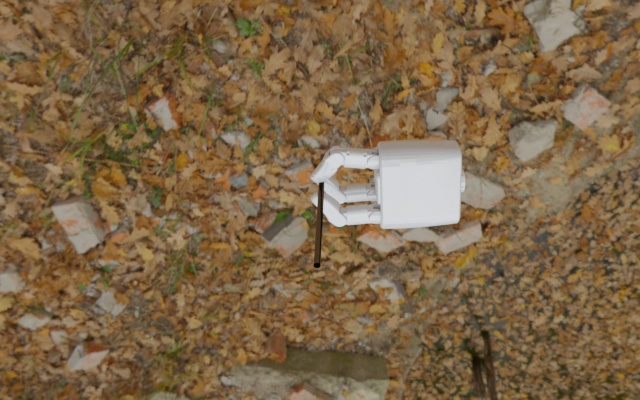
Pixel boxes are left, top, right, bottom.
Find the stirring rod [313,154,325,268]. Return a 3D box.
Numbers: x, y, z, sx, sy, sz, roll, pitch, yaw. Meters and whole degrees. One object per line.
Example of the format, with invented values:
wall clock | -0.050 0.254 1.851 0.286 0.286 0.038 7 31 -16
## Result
stirring rod | 0.000 0.002 0.617 0.011 0.011 0.239 0 35 2
